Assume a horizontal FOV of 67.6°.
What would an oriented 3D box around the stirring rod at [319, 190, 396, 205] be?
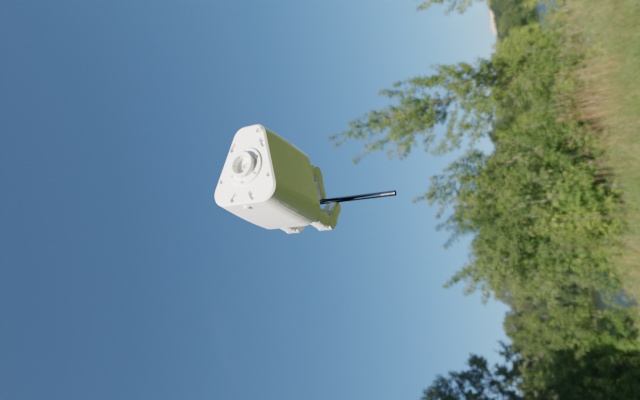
[{"bbox_3d":[0.000,0.002,0.729,0.239,0.011,0.011,-7,-3,28],"label":"stirring rod"}]
